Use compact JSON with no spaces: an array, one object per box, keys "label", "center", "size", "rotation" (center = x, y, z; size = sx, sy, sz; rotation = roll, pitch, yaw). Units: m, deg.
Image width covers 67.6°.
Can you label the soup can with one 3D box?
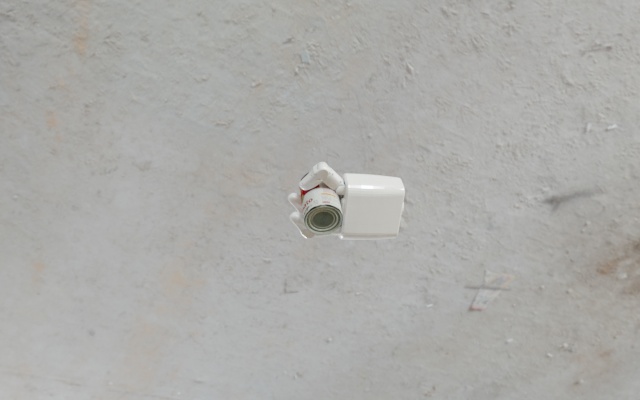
[{"label":"soup can","center":[0.000,0.003,0.840],"size":[0.068,0.069,0.102],"rotation":[0,39,-8]}]
